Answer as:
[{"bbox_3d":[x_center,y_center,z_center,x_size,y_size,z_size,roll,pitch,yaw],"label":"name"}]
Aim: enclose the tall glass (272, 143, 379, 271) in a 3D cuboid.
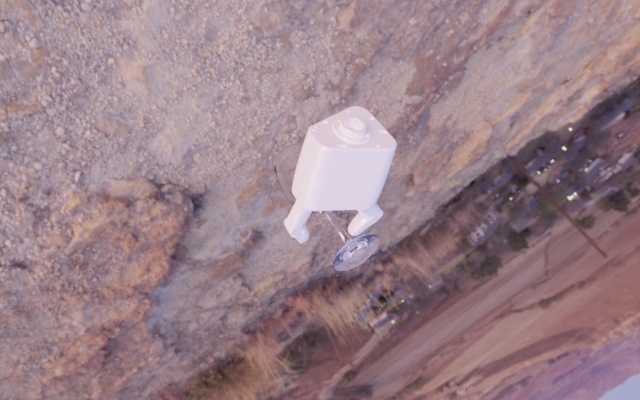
[{"bbox_3d":[0.000,0.003,0.700,0.079,0.079,0.201,0,44,-43],"label":"tall glass"}]
